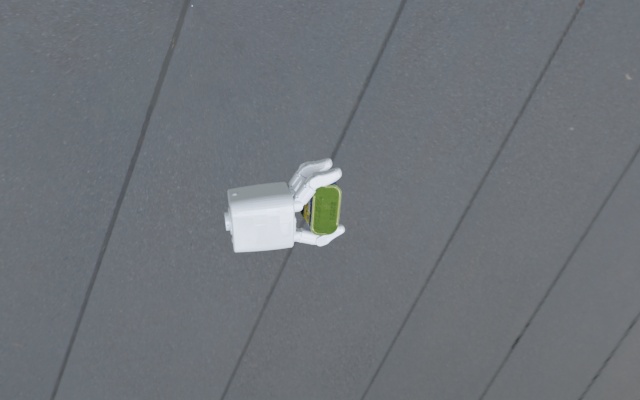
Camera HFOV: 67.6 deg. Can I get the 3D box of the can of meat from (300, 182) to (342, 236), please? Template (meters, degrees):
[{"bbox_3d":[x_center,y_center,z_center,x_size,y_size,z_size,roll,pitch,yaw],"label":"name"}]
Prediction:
[{"bbox_3d":[0.000,0.003,0.864,0.057,0.102,0.084,-1,22,-14],"label":"can of meat"}]
